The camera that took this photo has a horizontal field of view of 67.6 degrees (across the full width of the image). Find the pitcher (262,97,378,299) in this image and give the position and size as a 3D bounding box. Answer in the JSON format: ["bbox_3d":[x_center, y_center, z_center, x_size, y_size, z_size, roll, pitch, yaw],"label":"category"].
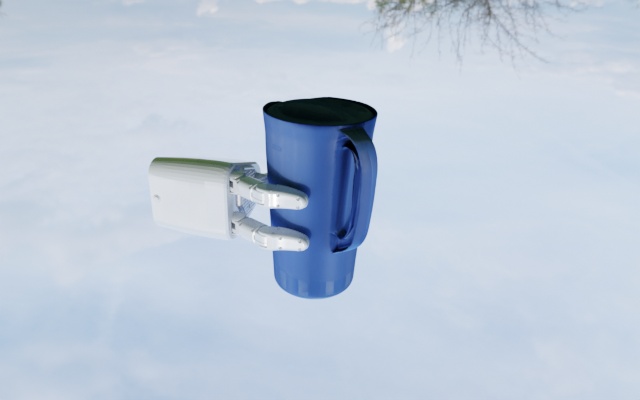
[{"bbox_3d":[0.000,0.002,0.591,0.145,0.243,0.149,7,26,11],"label":"pitcher"}]
